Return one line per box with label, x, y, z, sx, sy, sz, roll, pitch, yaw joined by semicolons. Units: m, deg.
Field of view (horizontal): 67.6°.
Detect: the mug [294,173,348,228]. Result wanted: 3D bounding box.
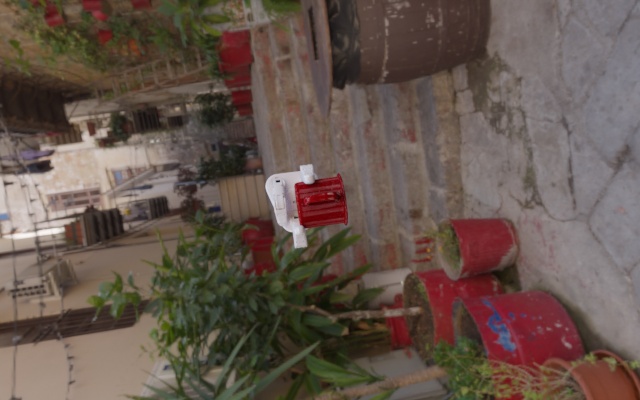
mug;0.000;0.003;0.818;0.081;0.093;0.117;-8;-4;-4
